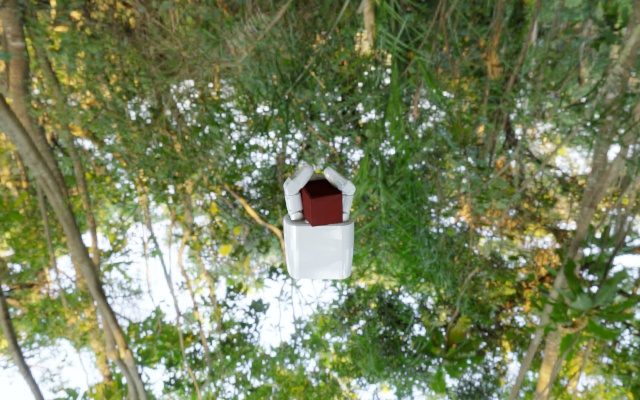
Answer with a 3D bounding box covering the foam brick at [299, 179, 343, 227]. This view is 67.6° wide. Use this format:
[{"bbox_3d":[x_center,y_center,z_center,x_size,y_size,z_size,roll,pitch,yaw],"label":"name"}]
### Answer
[{"bbox_3d":[0.000,0.003,0.770,0.053,0.051,0.078,-7,22,-14],"label":"foam brick"}]
